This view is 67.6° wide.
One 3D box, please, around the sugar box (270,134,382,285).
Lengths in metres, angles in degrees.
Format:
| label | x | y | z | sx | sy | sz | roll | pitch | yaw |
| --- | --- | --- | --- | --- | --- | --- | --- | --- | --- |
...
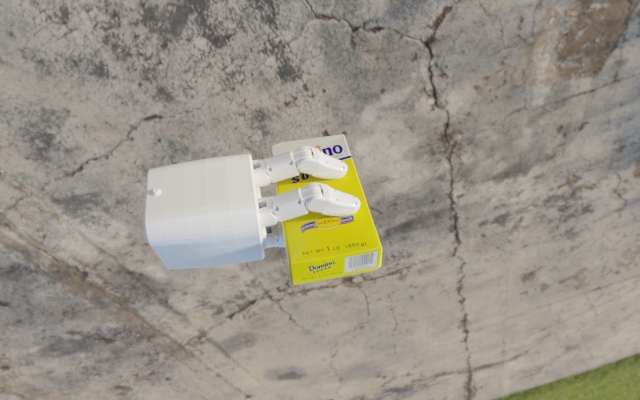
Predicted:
| label | x | y | z | sx | sy | sz | roll | pitch | yaw |
| --- | --- | --- | --- | --- | --- | --- | --- | --- | --- |
| sugar box | 0.000 | 0.001 | 0.521 | 0.093 | 0.176 | 0.048 | -9 | -40 | -7 |
